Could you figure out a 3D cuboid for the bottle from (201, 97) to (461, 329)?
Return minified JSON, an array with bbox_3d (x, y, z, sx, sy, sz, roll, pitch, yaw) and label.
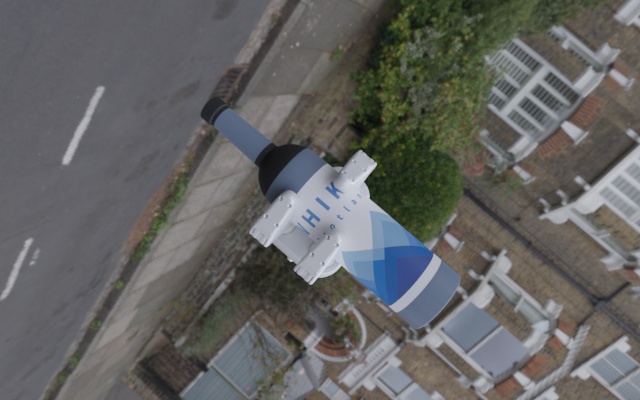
[{"bbox_3d":[0.000,0.002,0.467,0.295,0.069,0.069,41,4,5],"label":"bottle"}]
